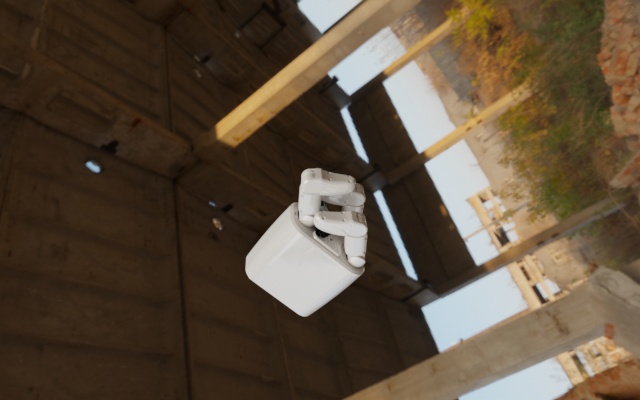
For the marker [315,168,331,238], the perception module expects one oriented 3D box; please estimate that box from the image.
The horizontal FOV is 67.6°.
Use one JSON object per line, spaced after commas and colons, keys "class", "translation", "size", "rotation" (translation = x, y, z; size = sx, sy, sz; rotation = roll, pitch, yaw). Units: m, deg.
{"class": "marker", "translation": [0.000, 0.002, 0.585], "size": [0.020, 0.020, 0.121], "rotation": [0, 39, -5]}
